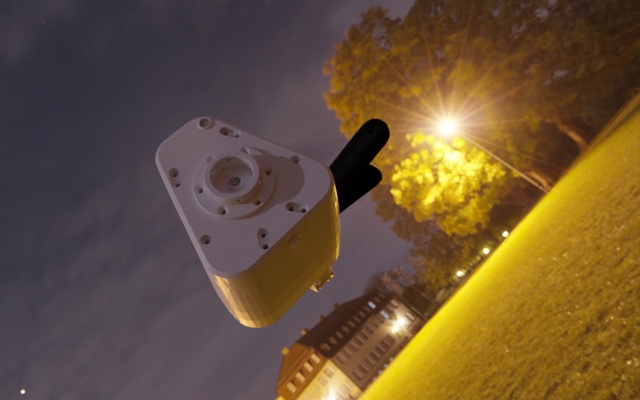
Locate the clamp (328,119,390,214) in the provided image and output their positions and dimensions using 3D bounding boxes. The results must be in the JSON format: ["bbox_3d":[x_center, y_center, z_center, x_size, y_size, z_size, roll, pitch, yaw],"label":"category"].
[{"bbox_3d":[0.000,0.001,0.419,0.039,0.171,0.120,40,-19,20],"label":"clamp"}]
